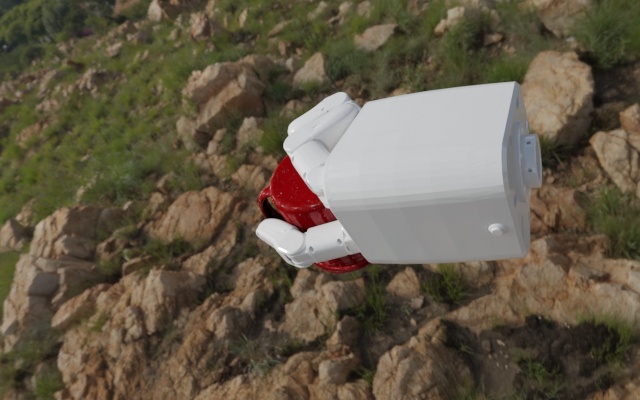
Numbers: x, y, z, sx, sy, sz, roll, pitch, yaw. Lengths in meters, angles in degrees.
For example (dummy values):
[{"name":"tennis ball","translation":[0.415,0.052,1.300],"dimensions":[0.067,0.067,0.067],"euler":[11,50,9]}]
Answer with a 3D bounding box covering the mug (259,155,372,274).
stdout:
[{"name":"mug","translation":[-0.001,0.001,0.407],"dimensions":[0.117,0.093,0.081],"euler":[-5,-41,29]}]
